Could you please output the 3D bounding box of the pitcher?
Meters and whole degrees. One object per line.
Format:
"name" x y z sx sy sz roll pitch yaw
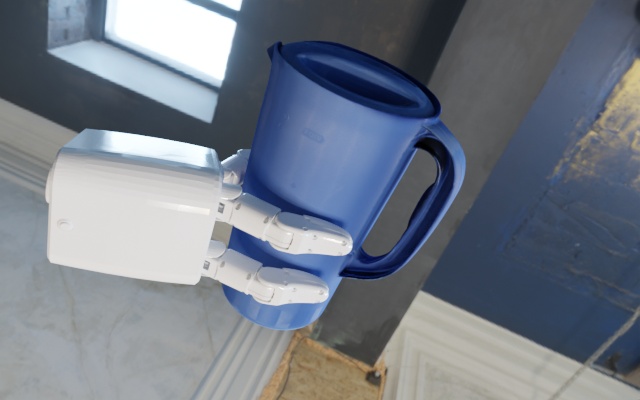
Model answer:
"pitcher" 0.000 0.001 0.410 0.145 0.243 0.149 10 33 -19
